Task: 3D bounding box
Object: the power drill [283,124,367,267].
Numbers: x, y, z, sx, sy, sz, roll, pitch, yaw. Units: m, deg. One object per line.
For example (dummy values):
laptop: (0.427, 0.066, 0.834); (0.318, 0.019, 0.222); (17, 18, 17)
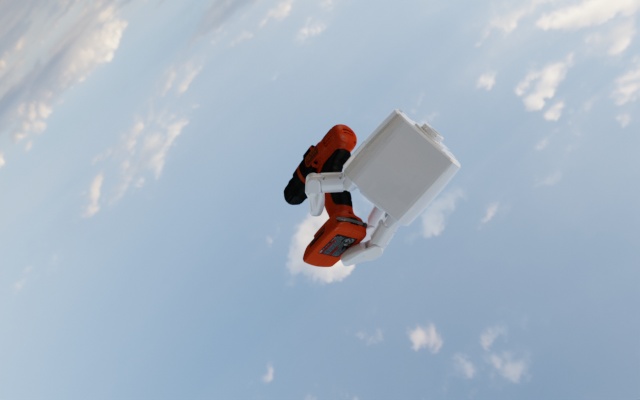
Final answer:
power drill: (0.000, 0.003, 0.725); (0.057, 0.187, 0.184); (13, -41, -28)
